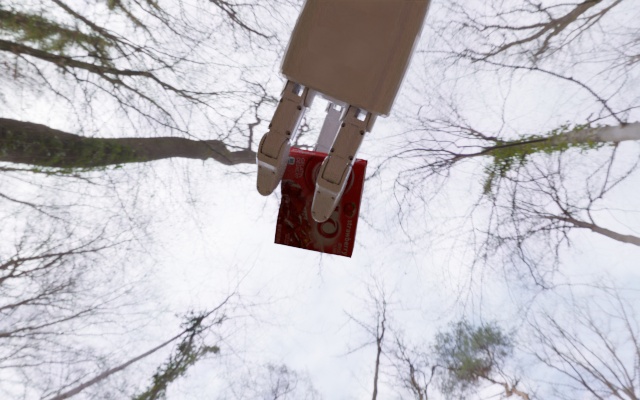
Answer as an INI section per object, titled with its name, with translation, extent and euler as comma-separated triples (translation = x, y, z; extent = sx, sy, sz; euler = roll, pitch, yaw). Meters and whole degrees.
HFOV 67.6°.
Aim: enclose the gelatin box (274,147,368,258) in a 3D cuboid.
[gelatin box]
translation = 0.000, 0.002, 0.432
extent = 0.073, 0.089, 0.030
euler = 10, 14, 7
